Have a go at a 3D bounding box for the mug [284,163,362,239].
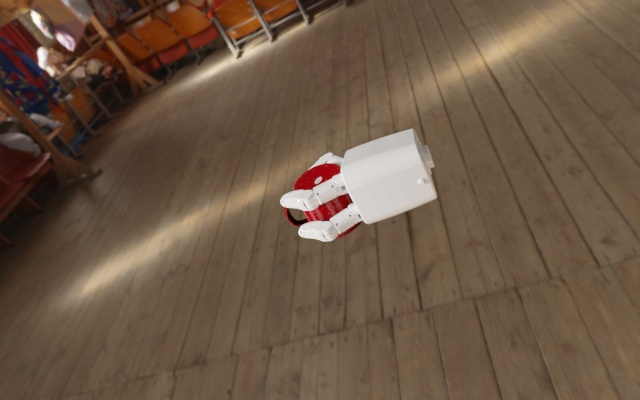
[{"bbox_3d":[-0.001,0.003,0.718,0.117,0.081,0.093,-20,35,15],"label":"mug"}]
